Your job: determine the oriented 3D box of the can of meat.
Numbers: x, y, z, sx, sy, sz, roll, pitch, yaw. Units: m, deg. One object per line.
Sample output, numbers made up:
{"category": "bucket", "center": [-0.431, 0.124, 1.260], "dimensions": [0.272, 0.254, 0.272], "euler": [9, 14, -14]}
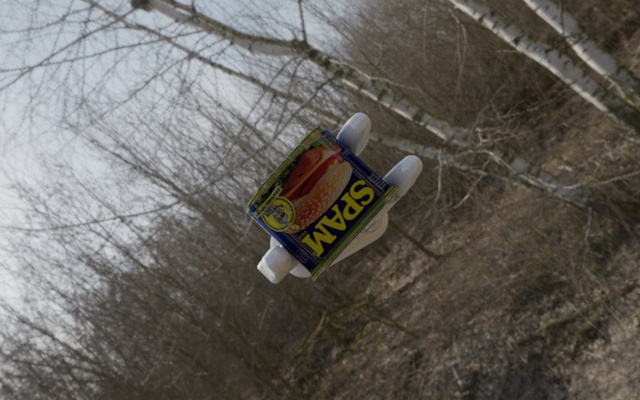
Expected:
{"category": "can of meat", "center": [0.000, 0.001, 0.401], "dimensions": [0.084, 0.102, 0.057], "euler": [43, 0, 7]}
